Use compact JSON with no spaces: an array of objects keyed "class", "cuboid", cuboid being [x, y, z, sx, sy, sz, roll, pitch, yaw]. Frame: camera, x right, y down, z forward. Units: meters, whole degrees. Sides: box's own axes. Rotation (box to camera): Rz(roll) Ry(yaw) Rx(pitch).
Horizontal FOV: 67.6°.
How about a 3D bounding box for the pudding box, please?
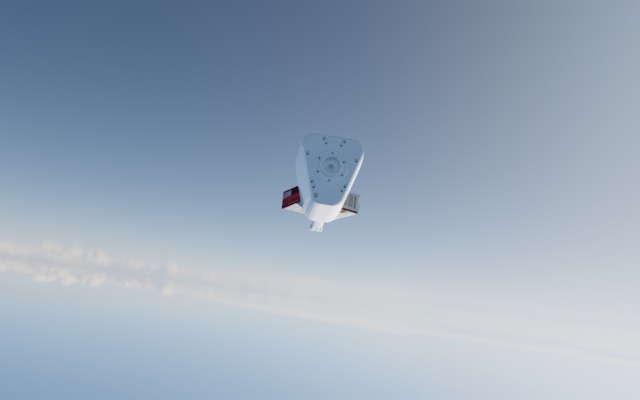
[{"class":"pudding box","cuboid":[0.000,0.003,0.856,0.113,0.039,0.090,18,-20,-30]}]
